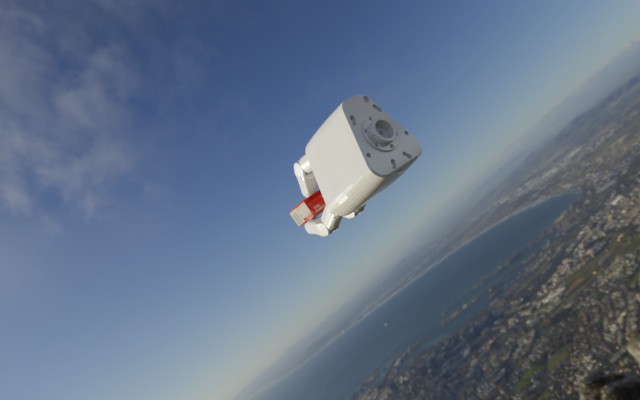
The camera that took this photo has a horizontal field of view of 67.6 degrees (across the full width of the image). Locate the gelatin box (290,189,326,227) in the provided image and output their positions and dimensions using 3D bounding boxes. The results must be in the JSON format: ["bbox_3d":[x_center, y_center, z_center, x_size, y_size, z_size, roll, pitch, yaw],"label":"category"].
[{"bbox_3d":[0.000,0.002,0.710,0.073,0.030,0.089,-34,-2,-22],"label":"gelatin box"}]
